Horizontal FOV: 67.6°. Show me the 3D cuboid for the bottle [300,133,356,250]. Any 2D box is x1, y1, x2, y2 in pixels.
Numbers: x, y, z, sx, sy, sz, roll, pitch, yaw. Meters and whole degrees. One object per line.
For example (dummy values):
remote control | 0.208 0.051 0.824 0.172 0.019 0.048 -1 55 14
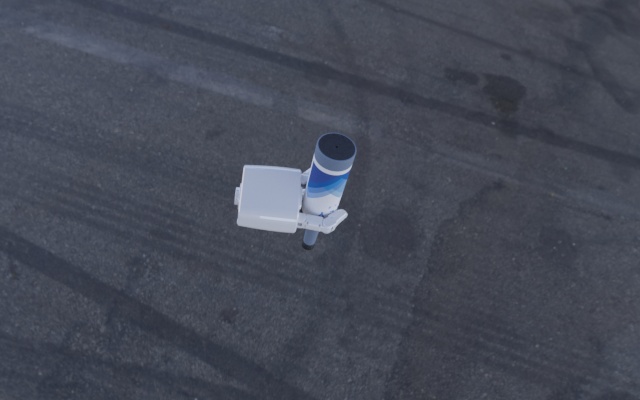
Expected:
bottle | 0.000 0.003 0.893 0.069 0.069 0.296 0 -38 -13
